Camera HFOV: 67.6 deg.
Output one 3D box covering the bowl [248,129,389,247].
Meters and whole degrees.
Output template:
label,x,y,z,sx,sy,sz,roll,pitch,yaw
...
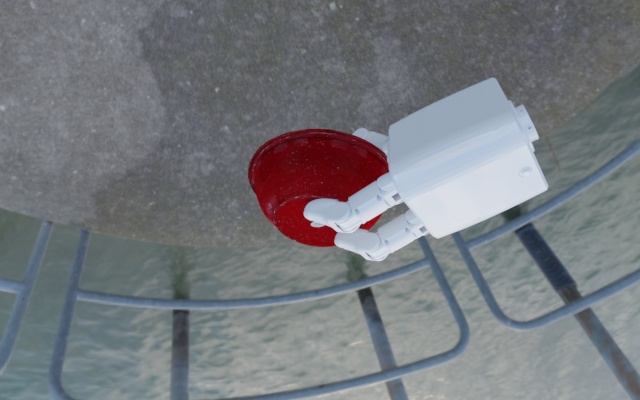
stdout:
label,x,y,z,sx,sy,sz,roll,pitch,yaw
bowl,-0.001,0.003,0.498,0.162,0.055,0.162,4,-37,3
